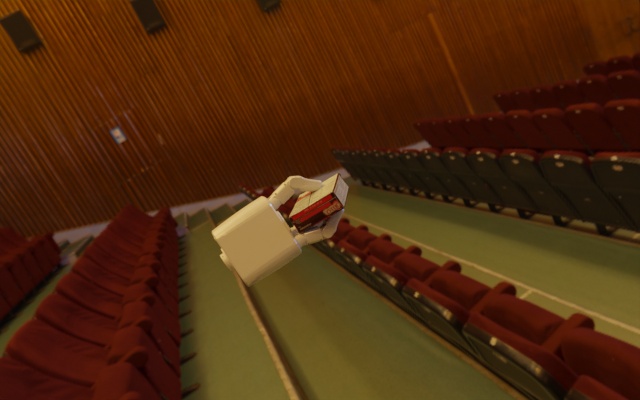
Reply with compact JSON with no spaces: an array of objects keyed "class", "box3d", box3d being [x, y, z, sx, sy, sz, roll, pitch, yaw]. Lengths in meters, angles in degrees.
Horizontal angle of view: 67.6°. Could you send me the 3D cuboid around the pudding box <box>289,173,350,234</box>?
[{"class":"pudding box","box3d":[0.000,0.003,0.815,0.090,0.039,0.113,-29,15,17]}]
